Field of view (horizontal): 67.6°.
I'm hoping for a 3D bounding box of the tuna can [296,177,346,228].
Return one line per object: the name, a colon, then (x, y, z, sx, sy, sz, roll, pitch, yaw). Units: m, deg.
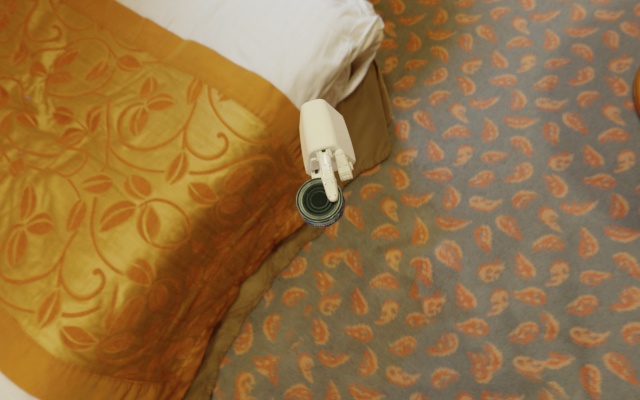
tuna can: (0.000, 0.003, 0.848, 0.086, 0.086, 0.034, 0, -18, 9)
